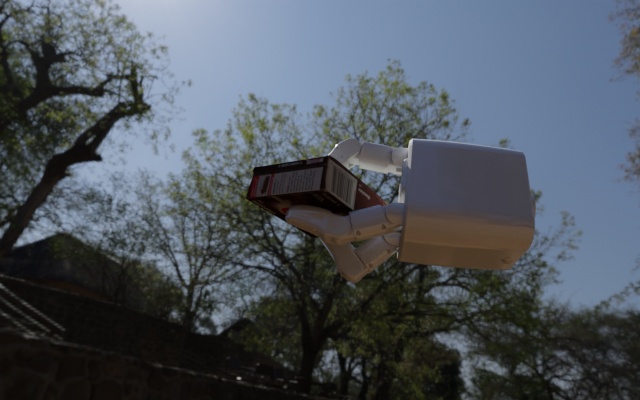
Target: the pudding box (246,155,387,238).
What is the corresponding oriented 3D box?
[{"bbox_3d":[0.000,0.001,0.459,0.090,0.039,0.113,-6,-28,34],"label":"pudding box"}]
